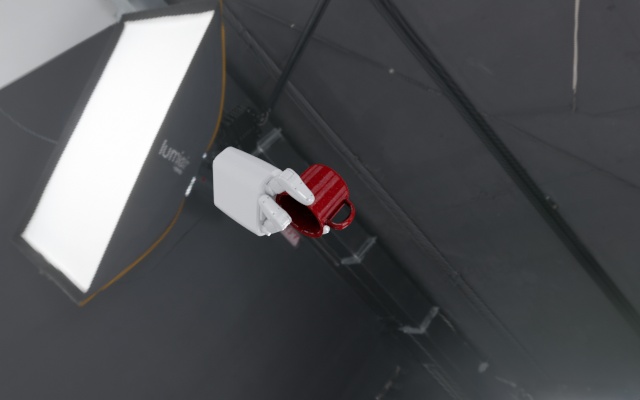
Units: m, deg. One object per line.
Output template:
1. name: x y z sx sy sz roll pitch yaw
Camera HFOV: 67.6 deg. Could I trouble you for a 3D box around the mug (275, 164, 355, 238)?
1. mug: 0.001 0.003 0.742 0.117 0.081 0.093 29 -31 24
